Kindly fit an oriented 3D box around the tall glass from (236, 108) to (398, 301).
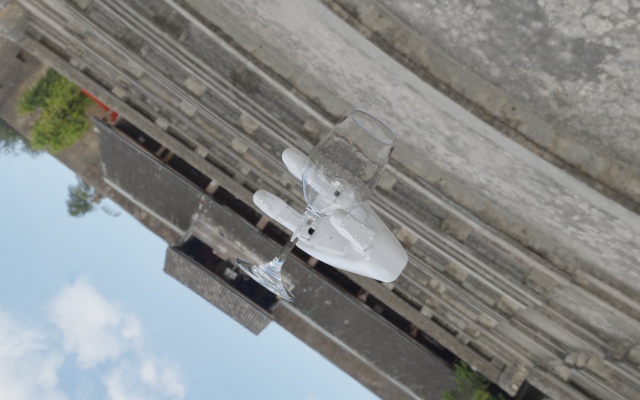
[{"bbox_3d":[0.000,0.002,0.501,0.079,0.201,0.079,35,-4,3],"label":"tall glass"}]
